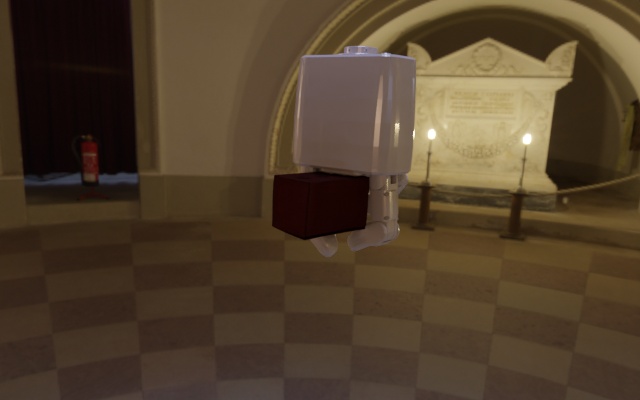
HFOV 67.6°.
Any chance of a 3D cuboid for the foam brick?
[{"bbox_3d":[0.000,0.002,0.447,0.078,0.051,0.053,-7,16,-41],"label":"foam brick"}]
